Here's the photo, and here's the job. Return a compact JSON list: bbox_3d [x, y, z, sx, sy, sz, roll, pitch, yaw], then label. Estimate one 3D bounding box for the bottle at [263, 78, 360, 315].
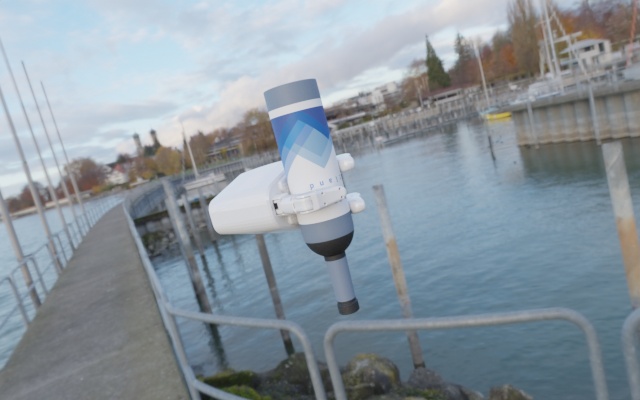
[{"bbox_3d":[0.000,0.002,0.599,0.069,0.296,0.069,-15,8,2],"label":"bottle"}]
